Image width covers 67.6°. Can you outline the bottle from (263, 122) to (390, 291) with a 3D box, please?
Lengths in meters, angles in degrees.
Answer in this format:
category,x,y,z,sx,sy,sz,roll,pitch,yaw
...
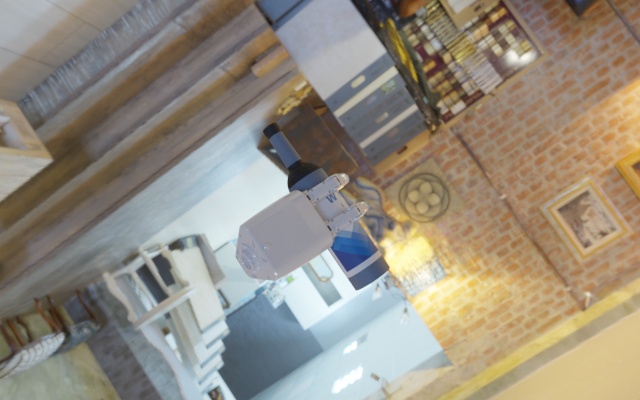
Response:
category,x,y,z,sx,sy,sz,roll,pitch,yaw
bottle,0.000,0.003,0.762,0.069,0.295,0.069,-34,-4,-3
